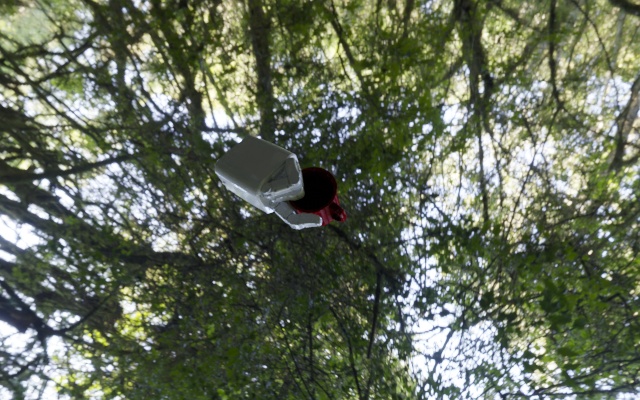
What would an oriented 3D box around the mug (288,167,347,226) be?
[{"bbox_3d":[0.001,0.004,0.887,0.117,0.093,0.081,30,-17,23],"label":"mug"}]
